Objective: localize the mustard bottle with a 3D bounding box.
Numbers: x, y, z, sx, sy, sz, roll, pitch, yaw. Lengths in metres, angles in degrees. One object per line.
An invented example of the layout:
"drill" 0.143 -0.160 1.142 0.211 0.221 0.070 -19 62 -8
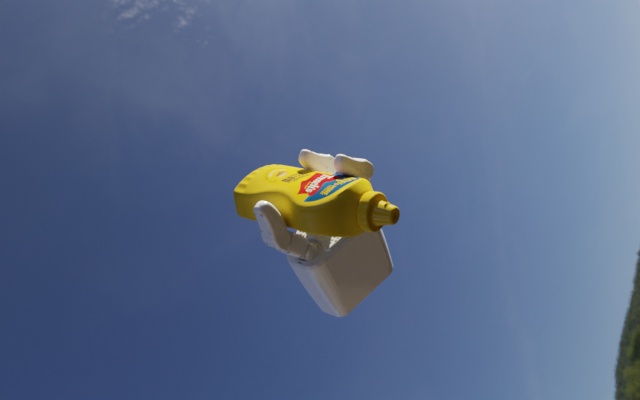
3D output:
"mustard bottle" 0.000 0.001 0.525 0.191 0.058 0.096 11 27 39
